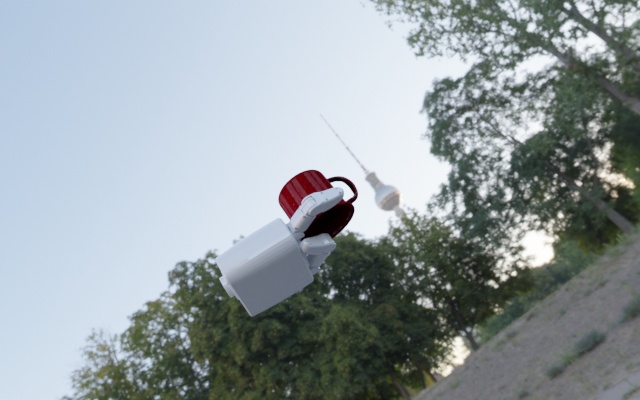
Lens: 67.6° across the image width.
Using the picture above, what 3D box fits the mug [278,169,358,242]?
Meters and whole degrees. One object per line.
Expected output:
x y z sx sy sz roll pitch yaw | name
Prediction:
0.001 0.001 0.710 0.117 0.081 0.093 -32 -28 -12 | mug
